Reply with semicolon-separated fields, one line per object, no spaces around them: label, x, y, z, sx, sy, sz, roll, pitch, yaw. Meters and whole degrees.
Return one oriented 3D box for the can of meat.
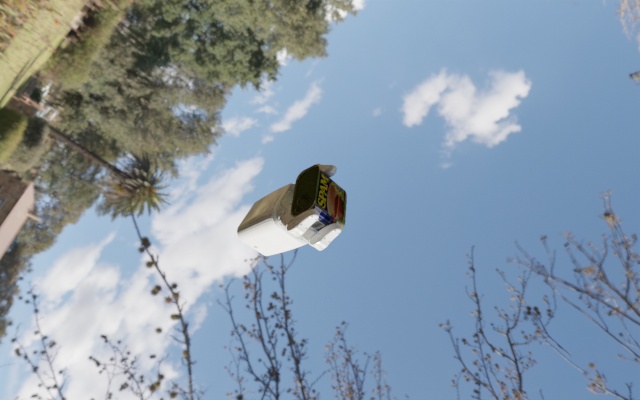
can of meat;0.000;0.003;0.844;0.057;0.102;0.084;-25;-48;34
